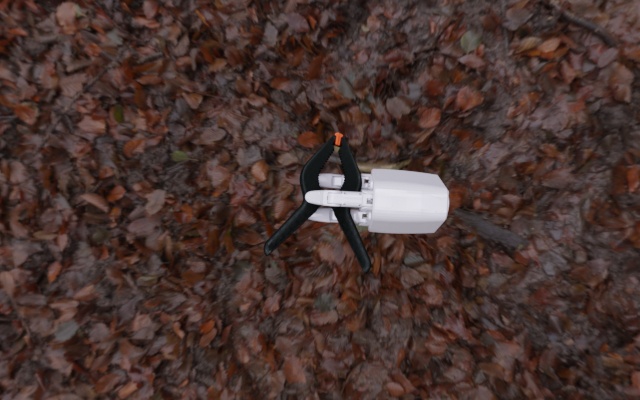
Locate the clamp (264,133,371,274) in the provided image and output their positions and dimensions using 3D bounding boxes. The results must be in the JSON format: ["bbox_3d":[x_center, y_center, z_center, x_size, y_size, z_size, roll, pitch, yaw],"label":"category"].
[{"bbox_3d":[0.000,0.002,0.724,0.164,0.210,0.036,3,0,-1],"label":"clamp"}]
